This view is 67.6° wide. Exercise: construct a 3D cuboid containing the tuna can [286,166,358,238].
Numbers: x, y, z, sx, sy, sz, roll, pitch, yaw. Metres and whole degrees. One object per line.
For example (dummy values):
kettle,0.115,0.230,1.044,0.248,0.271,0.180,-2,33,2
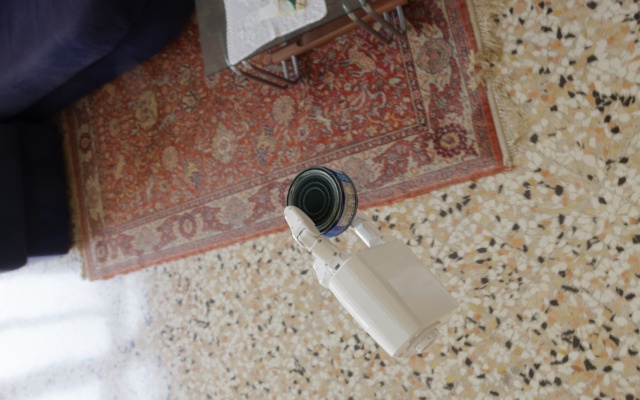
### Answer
tuna can,0.000,0.002,0.574,0.086,0.086,0.034,0,-5,36
